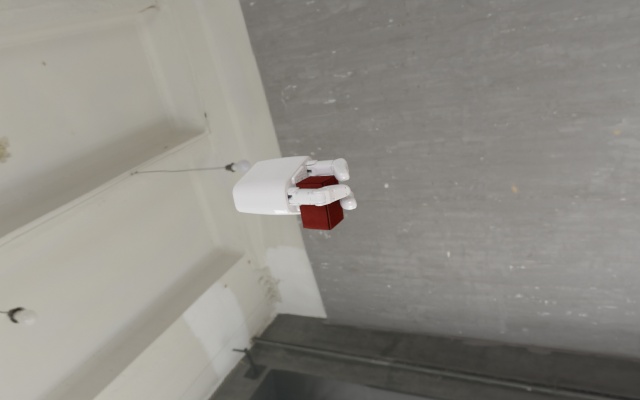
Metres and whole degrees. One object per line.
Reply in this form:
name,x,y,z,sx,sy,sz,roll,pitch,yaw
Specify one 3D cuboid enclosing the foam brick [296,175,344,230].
foam brick,0.000,0.003,0.770,0.051,0.078,0.053,-1,16,29
